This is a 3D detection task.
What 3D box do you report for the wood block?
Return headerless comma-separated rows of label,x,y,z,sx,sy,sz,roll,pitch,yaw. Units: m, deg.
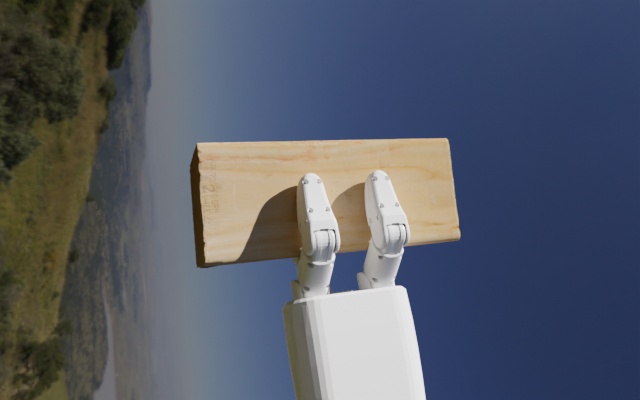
wood block,0.000,0.002,0.405,0.206,0.090,0.091,-3,-7,-19
